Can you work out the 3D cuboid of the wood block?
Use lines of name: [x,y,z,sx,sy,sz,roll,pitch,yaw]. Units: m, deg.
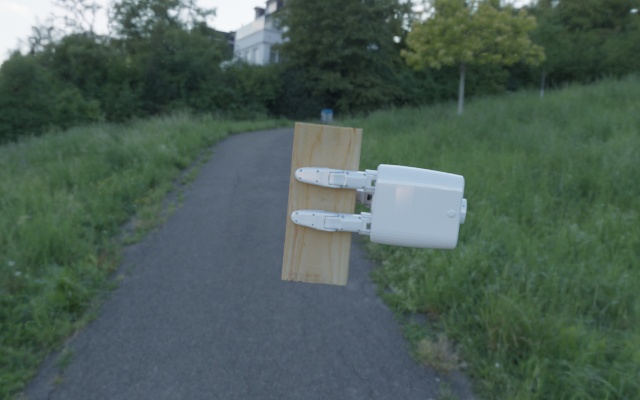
wood block: [0.001,0.002,0.659,0.090,0.206,0.091,5,6,-1]
